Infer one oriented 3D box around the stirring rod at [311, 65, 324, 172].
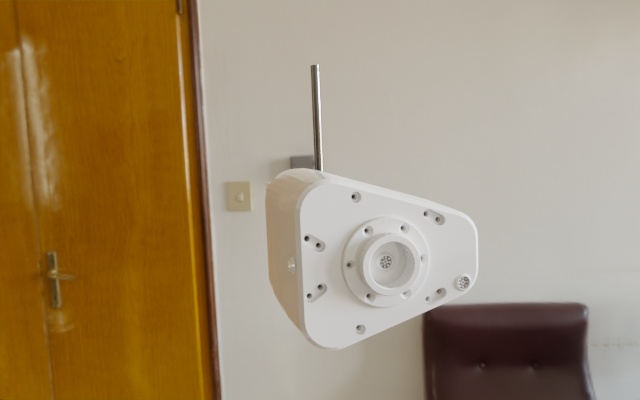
[{"bbox_3d":[0.000,0.002,0.429,0.011,0.239,0.011,-2,5,0],"label":"stirring rod"}]
